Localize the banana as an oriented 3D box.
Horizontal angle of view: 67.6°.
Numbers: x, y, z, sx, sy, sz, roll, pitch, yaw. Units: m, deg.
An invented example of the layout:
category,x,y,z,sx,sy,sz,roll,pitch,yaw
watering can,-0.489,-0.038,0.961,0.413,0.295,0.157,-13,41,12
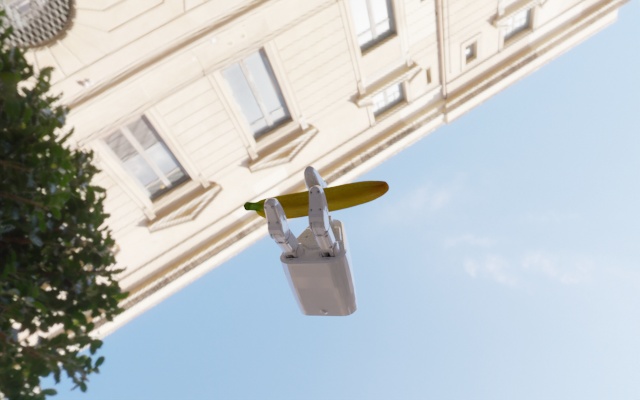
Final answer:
category,x,y,z,sx,sy,sz,roll,pitch,yaw
banana,-0.004,0.002,0.670,0.198,0.037,0.069,-10,3,-2
